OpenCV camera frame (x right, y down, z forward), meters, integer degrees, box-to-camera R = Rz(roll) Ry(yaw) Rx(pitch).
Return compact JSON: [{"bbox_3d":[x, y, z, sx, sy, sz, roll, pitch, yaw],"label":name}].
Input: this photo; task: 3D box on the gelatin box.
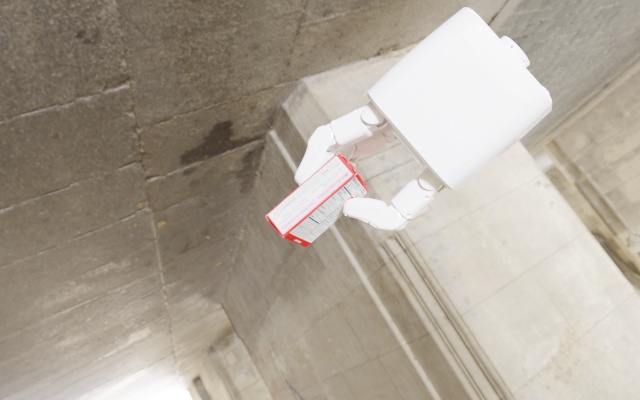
[{"bbox_3d":[0.000,0.002,0.448,0.089,0.030,0.073,-42,-18,3],"label":"gelatin box"}]
